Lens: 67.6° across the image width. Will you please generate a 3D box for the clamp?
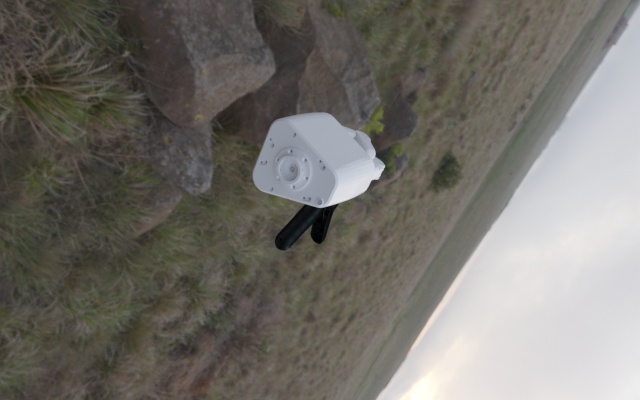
[{"bbox_3d":[0.001,0.002,0.673,0.039,0.171,0.120,33,24,18],"label":"clamp"}]
